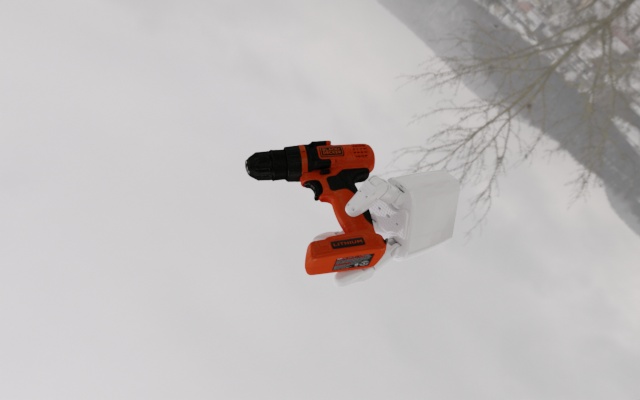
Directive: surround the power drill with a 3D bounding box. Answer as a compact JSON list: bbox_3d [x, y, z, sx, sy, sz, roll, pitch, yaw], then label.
[{"bbox_3d":[0.000,0.002,0.636,0.184,0.187,0.057,-6,-31,-11],"label":"power drill"}]
